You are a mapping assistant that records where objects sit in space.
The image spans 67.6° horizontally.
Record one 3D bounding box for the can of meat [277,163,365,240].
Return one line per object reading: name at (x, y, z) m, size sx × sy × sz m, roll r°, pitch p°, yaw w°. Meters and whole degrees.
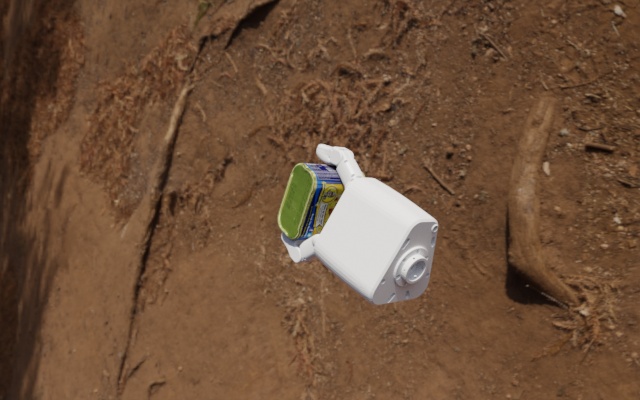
can of meat at (0.000, 0.002, 0.620) m, size 0.084 × 0.102 × 0.057 m, roll 0°, pitch 28°, yaw -38°
